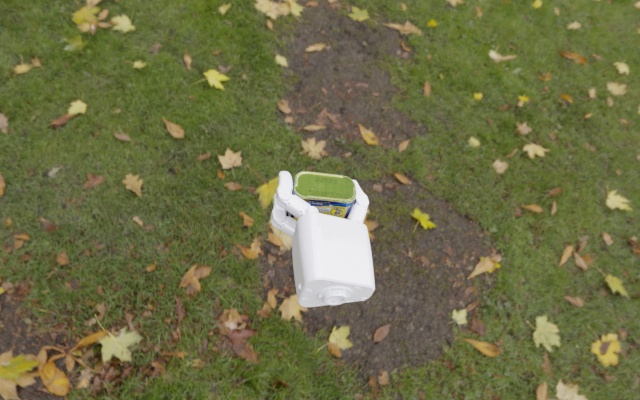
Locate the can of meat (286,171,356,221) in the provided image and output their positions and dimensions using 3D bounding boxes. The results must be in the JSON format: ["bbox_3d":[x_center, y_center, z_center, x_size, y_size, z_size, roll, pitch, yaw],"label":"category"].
[{"bbox_3d":[0.000,0.002,0.755,0.102,0.057,0.084,5,-37,-9],"label":"can of meat"}]
